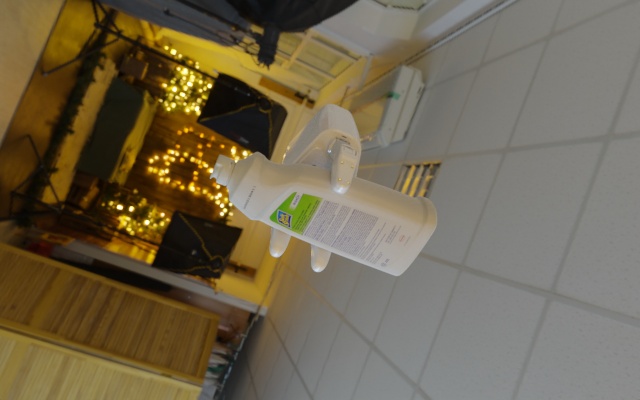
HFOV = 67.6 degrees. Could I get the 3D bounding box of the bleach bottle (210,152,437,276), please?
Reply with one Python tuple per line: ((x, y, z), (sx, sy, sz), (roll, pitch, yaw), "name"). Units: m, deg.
((0.000, 0.002, 0.550), (0.251, 0.103, 0.068), (22, 28, -13), "bleach bottle")
